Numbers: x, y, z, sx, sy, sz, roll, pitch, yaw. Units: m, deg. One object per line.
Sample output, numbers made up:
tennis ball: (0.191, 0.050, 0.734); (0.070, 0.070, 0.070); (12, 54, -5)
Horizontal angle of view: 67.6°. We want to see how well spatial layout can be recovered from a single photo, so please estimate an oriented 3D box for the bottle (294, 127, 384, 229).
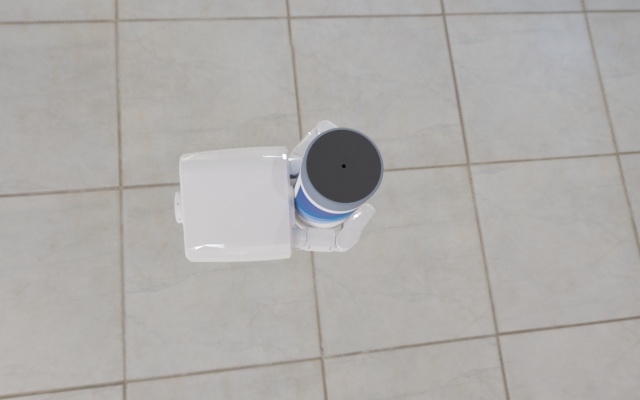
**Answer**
bottle: (0.000, 0.002, 0.529); (0.069, 0.069, 0.296); (0, -12, -8)
